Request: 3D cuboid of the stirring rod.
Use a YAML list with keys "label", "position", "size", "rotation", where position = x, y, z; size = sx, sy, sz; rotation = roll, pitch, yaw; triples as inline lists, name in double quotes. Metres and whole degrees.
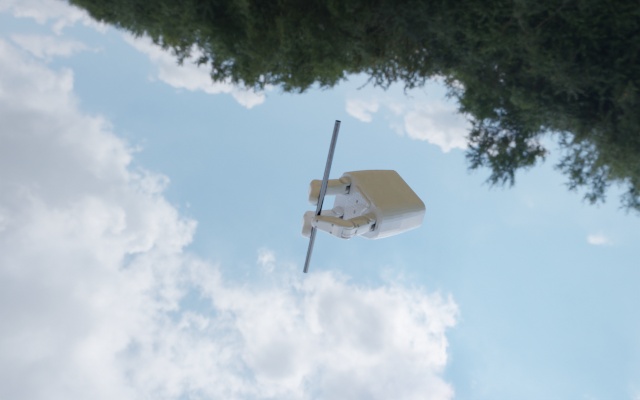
- label: "stirring rod"
  position: [0.000, 0.002, 0.678]
  size: [0.011, 0.240, 0.011]
  rotation: [10, 25, -5]
